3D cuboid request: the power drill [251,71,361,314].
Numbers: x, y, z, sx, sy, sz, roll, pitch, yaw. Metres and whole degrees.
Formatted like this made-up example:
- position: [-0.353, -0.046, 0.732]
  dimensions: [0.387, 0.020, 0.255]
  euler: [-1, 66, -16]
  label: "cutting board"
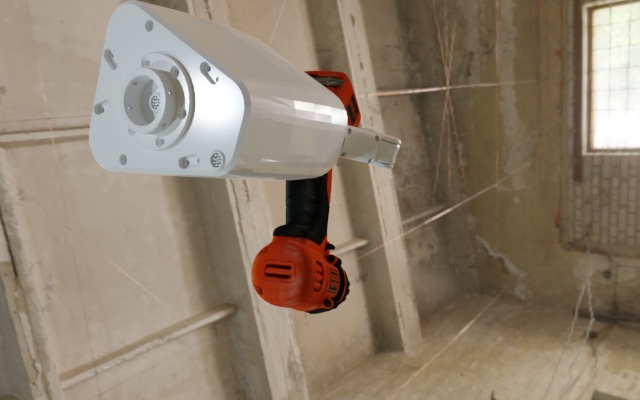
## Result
- position: [0.000, 0.001, 0.408]
  dimensions: [0.057, 0.187, 0.184]
  euler: [1, -12, 12]
  label: "power drill"
